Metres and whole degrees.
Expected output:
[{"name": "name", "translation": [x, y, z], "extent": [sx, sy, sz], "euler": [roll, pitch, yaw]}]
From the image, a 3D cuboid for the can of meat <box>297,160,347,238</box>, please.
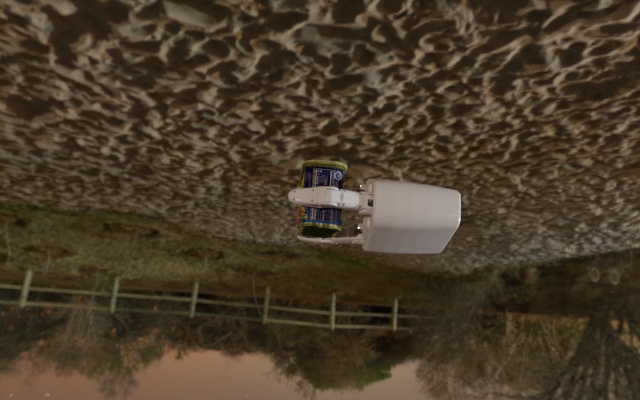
[{"name": "can of meat", "translation": [0.000, 0.002, 0.627], "extent": [0.057, 0.084, 0.102], "euler": [5, -13, -4]}]
